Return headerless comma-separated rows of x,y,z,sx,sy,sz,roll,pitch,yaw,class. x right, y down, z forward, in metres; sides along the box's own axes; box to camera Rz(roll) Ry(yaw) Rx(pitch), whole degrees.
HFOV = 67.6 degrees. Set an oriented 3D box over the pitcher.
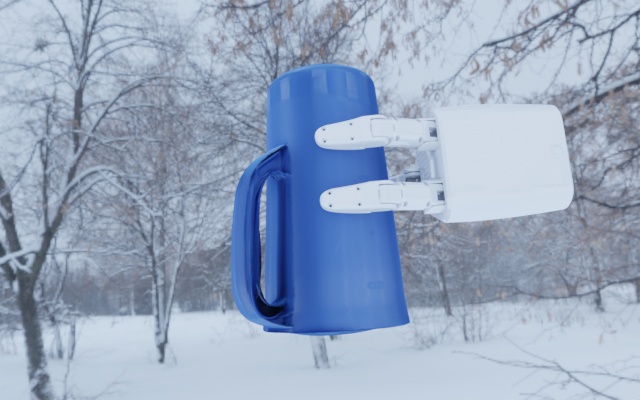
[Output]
0.000,0.001,0.447,0.145,0.242,0.149,-4,-11,2,pitcher
